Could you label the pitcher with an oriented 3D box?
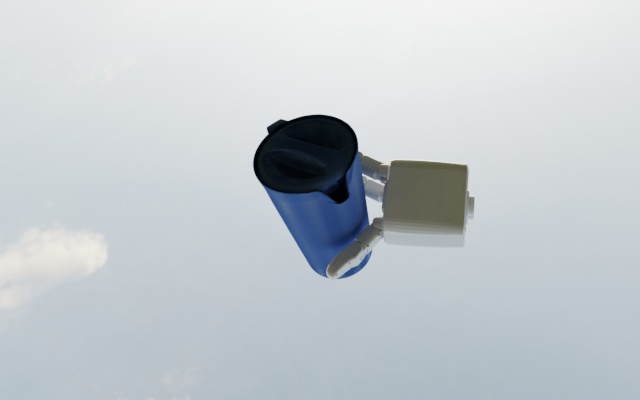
[{"bbox_3d":[0.000,0.002,0.678,0.145,0.149,0.243,2,-37,17],"label":"pitcher"}]
